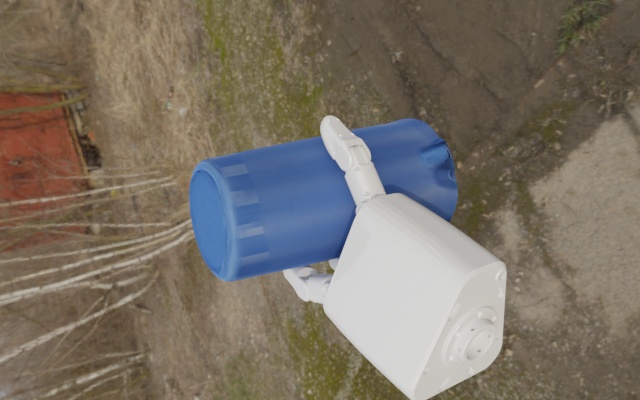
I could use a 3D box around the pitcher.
[{"bbox_3d":[0.000,0.002,0.476,0.243,0.149,0.145,-12,33,-30],"label":"pitcher"}]
